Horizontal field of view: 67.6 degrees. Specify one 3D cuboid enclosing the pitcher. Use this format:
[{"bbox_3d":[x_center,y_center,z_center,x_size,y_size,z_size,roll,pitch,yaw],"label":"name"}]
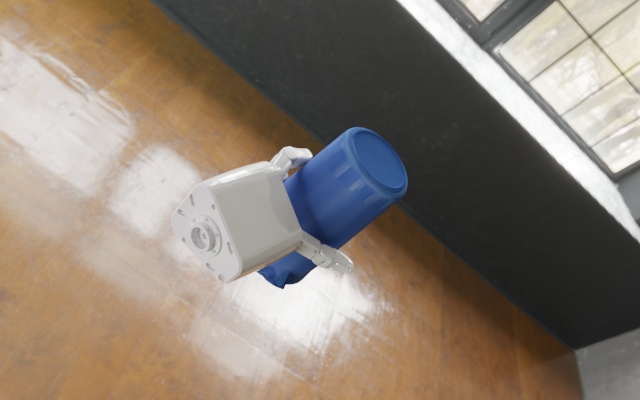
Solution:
[{"bbox_3d":[0.000,0.002,0.667,0.243,0.149,0.145,-40,-12,37],"label":"pitcher"}]
